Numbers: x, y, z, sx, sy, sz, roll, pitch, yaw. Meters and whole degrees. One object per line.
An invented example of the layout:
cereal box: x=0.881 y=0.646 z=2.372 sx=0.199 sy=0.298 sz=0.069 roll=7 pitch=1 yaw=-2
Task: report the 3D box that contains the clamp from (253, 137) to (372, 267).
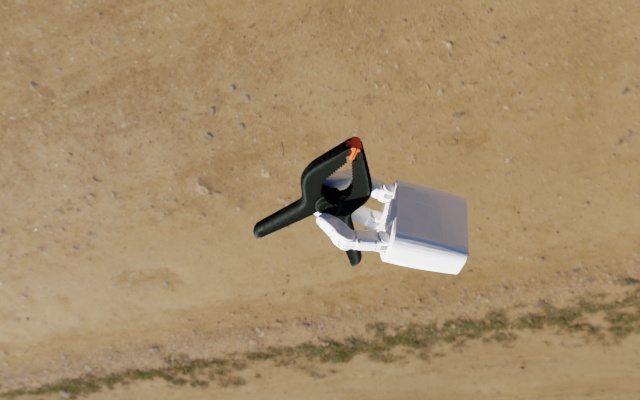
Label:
clamp: x=0.000 y=0.002 z=0.644 sx=0.164 sy=0.210 sz=0.036 roll=11 pitch=40 yaw=-6
